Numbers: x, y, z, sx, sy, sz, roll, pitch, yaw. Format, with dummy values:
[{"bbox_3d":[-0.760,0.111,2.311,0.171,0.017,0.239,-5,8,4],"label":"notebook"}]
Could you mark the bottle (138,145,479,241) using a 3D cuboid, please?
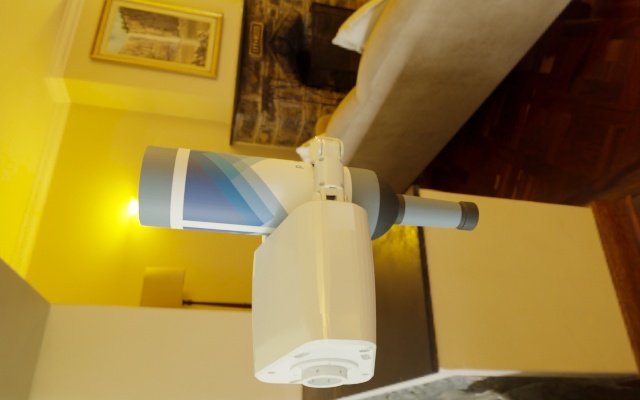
[{"bbox_3d":[0.000,0.001,0.421,0.296,0.069,0.069,6,-1,-12],"label":"bottle"}]
